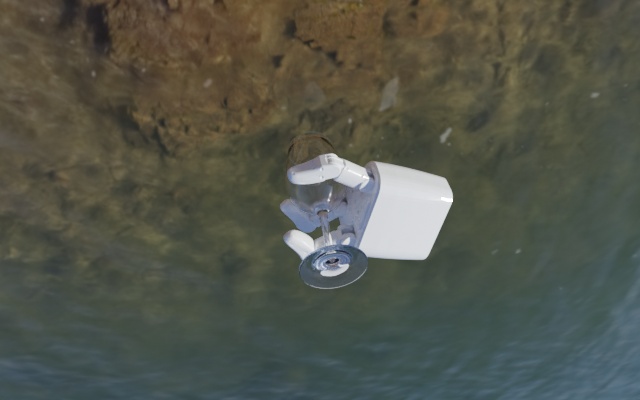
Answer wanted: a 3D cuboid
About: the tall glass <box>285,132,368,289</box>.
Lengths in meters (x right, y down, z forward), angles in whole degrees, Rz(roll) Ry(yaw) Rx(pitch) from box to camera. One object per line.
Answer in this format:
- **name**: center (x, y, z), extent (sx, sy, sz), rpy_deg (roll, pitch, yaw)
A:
- **tall glass**: center (0.000, 0.002, 0.573), extent (0.079, 0.079, 0.200), rpy_deg (-6, 46, -6)
